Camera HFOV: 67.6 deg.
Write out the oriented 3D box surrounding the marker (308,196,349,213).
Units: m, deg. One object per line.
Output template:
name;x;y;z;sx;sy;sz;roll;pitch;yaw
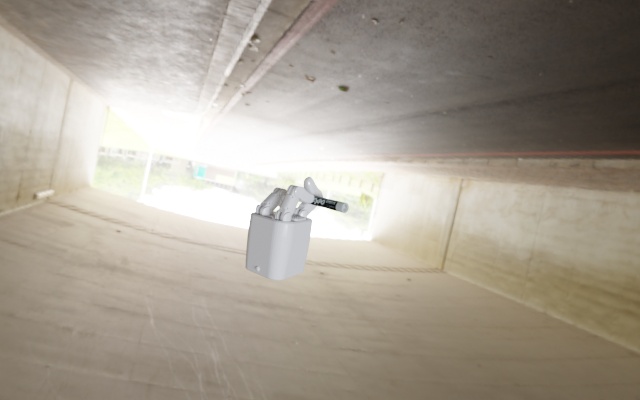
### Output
marker;0.000;0.003;0.873;0.121;0.020;0.020;13;9;42
